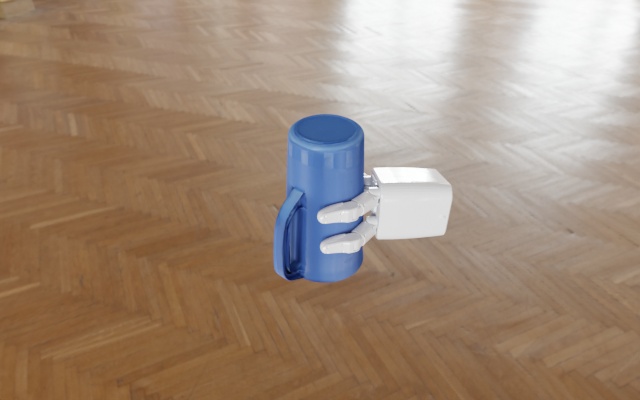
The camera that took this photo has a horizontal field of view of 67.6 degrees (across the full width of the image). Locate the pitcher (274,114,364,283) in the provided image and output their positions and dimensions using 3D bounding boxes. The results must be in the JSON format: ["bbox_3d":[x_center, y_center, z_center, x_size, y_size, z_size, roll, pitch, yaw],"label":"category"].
[{"bbox_3d":[0.000,0.002,0.727,0.145,0.243,0.149,-1,35,-3],"label":"pitcher"}]
